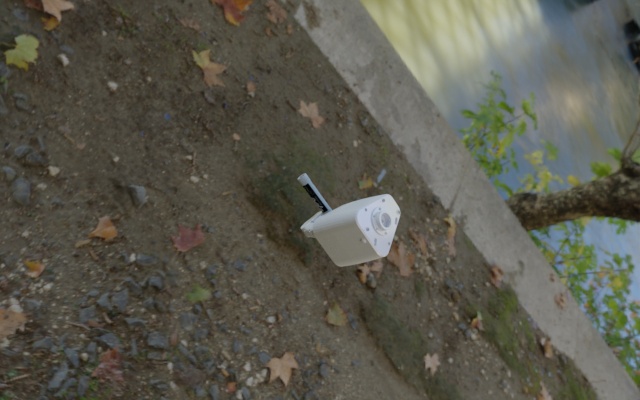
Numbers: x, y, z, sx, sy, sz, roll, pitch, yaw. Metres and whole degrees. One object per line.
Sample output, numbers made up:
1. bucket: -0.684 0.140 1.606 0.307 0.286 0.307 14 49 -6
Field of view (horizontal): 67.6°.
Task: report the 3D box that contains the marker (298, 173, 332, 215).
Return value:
1. marker: 0.000 0.003 0.880 0.020 0.121 0.020 -33 16 11
